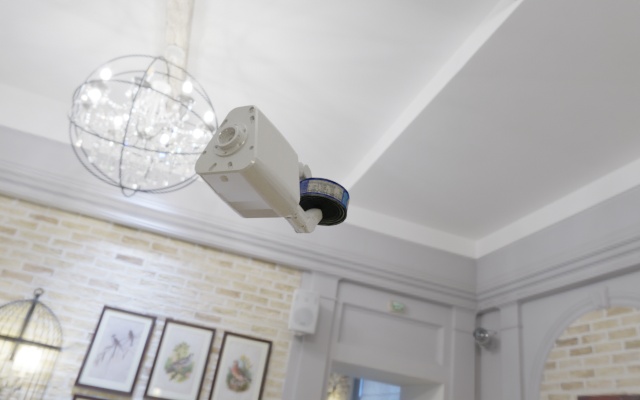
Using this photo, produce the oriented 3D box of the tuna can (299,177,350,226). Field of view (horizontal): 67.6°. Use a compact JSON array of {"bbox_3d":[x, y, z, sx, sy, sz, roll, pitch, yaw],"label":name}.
[{"bbox_3d":[0.000,0.002,0.715,0.086,0.033,0.086,9,-31,6],"label":"tuna can"}]
